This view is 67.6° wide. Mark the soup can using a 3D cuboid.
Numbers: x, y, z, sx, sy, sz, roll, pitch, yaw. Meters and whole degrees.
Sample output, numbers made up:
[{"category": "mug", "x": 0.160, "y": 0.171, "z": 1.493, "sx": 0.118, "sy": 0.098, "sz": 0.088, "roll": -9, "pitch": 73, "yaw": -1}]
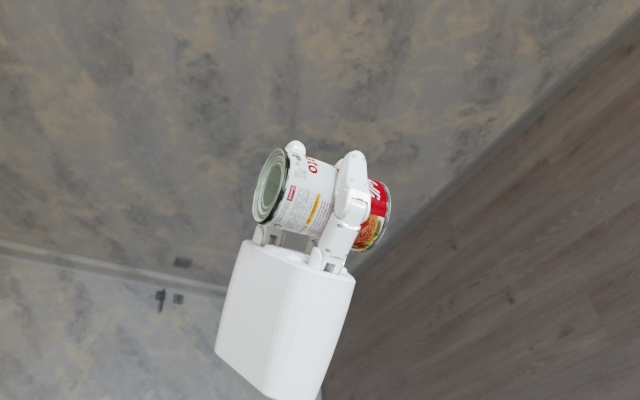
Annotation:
[{"category": "soup can", "x": 0.000, "y": 0.001, "z": 0.416, "sx": 0.102, "sy": 0.068, "sz": 0.068, "roll": 17, "pitch": -8, "yaw": -25}]
